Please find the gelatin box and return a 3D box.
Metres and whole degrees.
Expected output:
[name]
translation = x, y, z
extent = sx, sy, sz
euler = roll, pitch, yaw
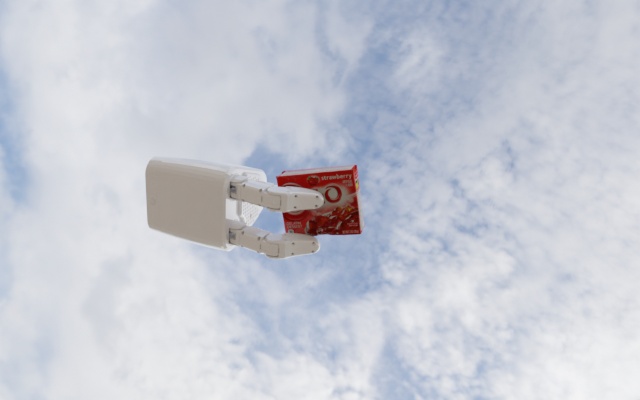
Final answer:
[gelatin box]
translation = 0.001, 0.002, 0.529
extent = 0.089, 0.073, 0.030
euler = -4, 15, 15
